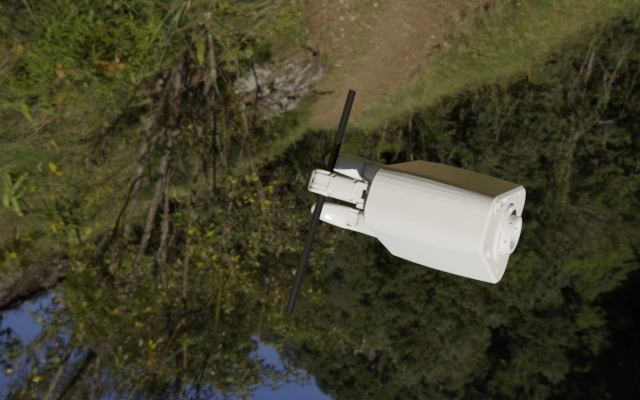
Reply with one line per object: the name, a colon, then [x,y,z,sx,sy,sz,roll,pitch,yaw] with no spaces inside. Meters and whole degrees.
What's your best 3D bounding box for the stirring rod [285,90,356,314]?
stirring rod: [0.000,0.002,0.497,0.011,0.239,0.011,16,0,0]
